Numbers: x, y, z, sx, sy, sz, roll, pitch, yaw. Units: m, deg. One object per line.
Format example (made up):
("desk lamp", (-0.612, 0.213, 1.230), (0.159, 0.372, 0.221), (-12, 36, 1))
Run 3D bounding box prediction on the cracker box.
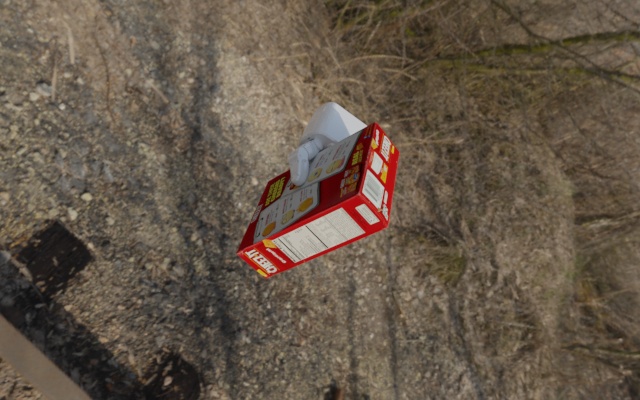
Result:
("cracker box", (0.000, 0.002, 0.667), (0.214, 0.072, 0.164), (-27, 29, 32))
